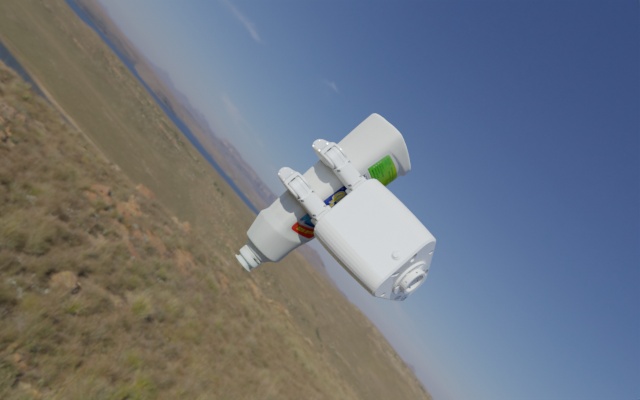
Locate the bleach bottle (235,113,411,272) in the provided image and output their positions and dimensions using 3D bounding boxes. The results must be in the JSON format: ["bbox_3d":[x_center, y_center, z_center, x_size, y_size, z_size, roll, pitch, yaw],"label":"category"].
[{"bbox_3d":[0.000,0.002,0.616,0.068,0.251,0.103,47,-6,31],"label":"bleach bottle"}]
